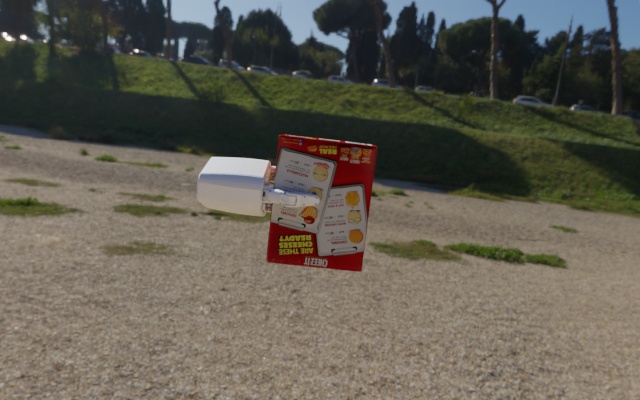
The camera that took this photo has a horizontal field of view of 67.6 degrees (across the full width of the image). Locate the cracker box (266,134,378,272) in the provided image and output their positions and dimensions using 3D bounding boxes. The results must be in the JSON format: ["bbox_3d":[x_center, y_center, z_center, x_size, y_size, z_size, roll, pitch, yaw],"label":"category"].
[{"bbox_3d":[0.000,0.003,0.814,0.164,0.214,0.072,6,8,-1],"label":"cracker box"}]
